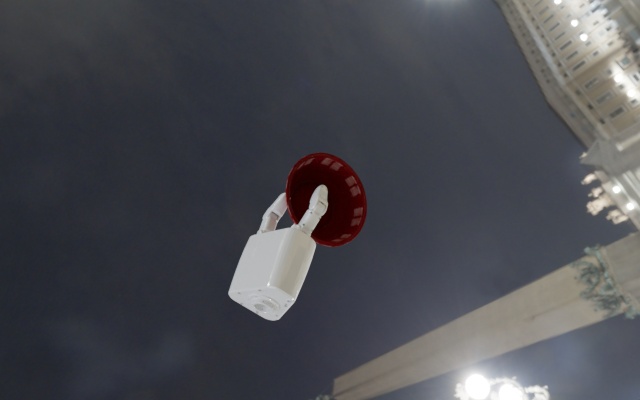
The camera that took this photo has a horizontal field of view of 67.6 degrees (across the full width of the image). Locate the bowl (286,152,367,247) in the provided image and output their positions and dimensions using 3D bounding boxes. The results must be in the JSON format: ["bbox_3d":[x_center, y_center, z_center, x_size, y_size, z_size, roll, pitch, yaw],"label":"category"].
[{"bbox_3d":[0.001,0.002,0.817,0.162,0.162,0.055,0,-13,-33],"label":"bowl"}]
